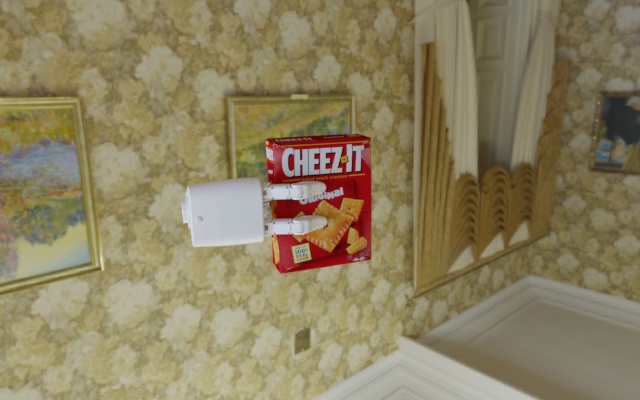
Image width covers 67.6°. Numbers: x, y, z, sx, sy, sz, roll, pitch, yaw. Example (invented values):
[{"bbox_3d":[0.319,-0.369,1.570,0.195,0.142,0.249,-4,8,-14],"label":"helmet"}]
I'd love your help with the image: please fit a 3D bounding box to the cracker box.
[{"bbox_3d":[0.000,0.003,0.789,0.164,0.214,0.072,-6,14,-16],"label":"cracker box"}]
